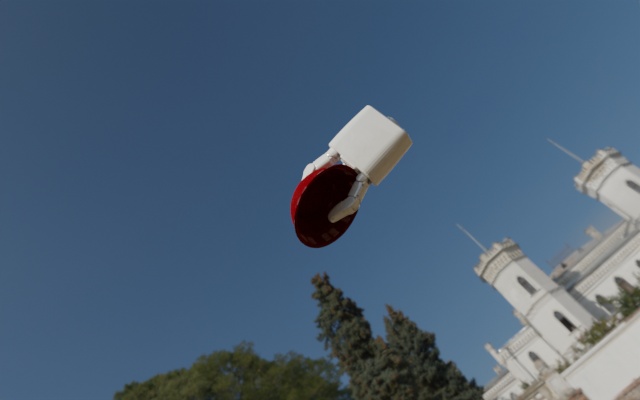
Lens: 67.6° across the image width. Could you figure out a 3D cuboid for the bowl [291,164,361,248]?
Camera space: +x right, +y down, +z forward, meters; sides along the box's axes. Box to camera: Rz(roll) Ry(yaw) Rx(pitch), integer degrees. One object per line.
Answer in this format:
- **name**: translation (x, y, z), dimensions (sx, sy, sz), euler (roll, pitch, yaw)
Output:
- **bowl**: translation (-0.001, 0.004, 0.865), dimensions (0.162, 0.162, 0.055), euler (0, 22, -46)
